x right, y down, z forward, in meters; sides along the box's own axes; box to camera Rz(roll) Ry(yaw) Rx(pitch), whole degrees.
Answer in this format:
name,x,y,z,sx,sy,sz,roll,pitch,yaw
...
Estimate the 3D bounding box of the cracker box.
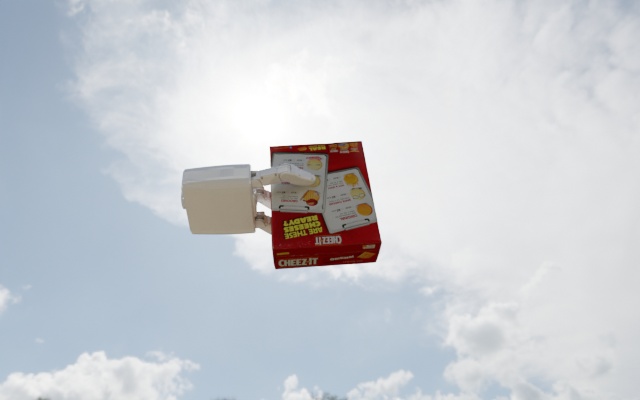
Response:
name,x,y,z,sx,sy,sz,roll,pitch,yaw
cracker box,0.000,0.002,0.783,0.164,0.213,0.072,-4,-38,-3
